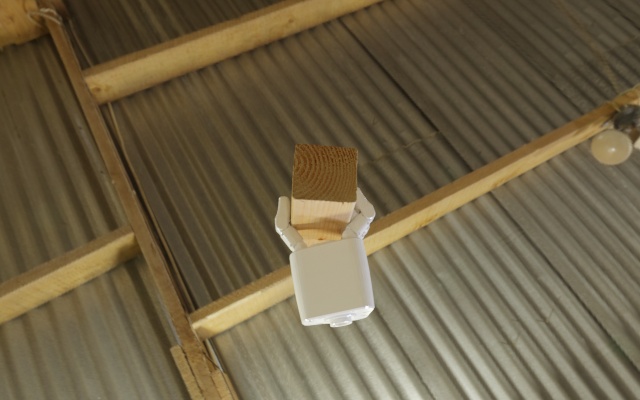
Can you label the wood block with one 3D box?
[{"bbox_3d":[0.000,0.003,0.757,0.091,0.090,0.206,4,-24,-3],"label":"wood block"}]
